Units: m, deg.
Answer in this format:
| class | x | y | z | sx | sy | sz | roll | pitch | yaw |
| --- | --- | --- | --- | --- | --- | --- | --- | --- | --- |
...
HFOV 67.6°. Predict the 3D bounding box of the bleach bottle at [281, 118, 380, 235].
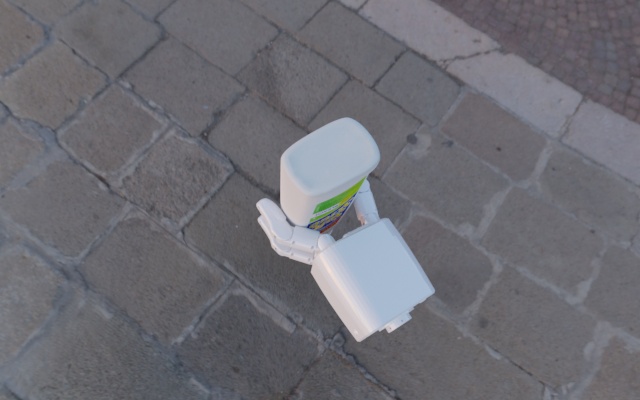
| class | x | y | z | sx | sy | sz | roll | pitch | yaw |
| --- | --- | --- | --- | --- | --- | --- | --- | --- | --- |
| bleach bottle | 0.000 | 0.002 | 0.592 | 0.102 | 0.068 | 0.251 | -30 | -17 | -15 |
